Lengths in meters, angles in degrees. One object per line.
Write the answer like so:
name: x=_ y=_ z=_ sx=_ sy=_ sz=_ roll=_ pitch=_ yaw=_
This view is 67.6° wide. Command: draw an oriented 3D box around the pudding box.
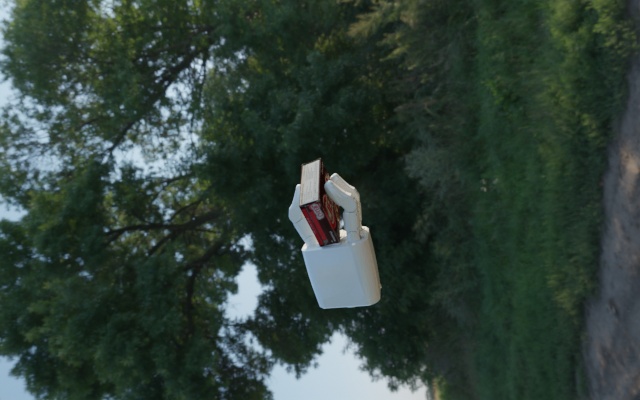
pudding box: x=0.000 y=0.003 z=0.751 sx=0.039 sy=0.090 sz=0.113 roll=-16 pitch=37 yaw=11
